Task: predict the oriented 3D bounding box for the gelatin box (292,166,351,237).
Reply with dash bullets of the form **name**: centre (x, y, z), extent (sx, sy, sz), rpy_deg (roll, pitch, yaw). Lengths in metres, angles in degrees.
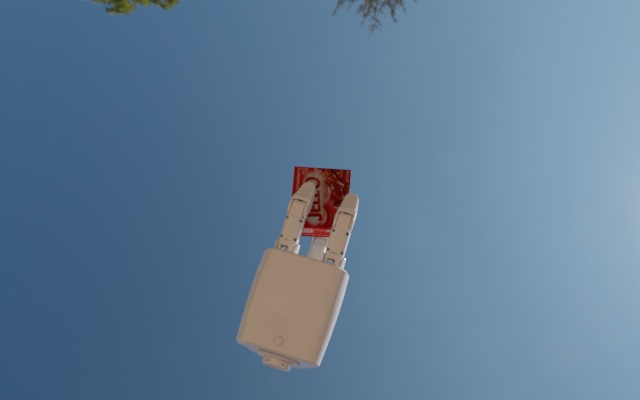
- **gelatin box**: centre (0.000, 0.002, 0.599), extent (0.073, 0.089, 0.030), rpy_deg (4, -29, 1)
